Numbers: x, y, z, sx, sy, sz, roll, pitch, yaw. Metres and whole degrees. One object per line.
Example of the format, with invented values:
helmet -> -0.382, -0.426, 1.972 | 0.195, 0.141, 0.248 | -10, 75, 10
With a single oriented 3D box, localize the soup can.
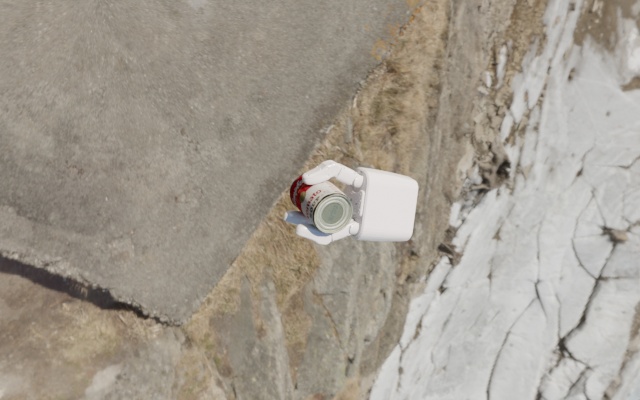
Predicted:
soup can -> 0.000, 0.002, 0.753 | 0.068, 0.068, 0.102 | 0, 22, -25
